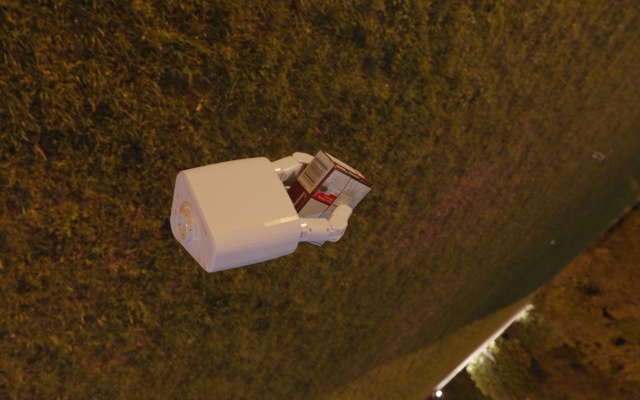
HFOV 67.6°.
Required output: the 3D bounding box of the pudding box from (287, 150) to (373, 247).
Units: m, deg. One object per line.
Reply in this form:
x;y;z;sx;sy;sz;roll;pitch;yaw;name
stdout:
0.000;0.002;0.603;0.090;0.113;0.039;23;23;-51;pudding box
